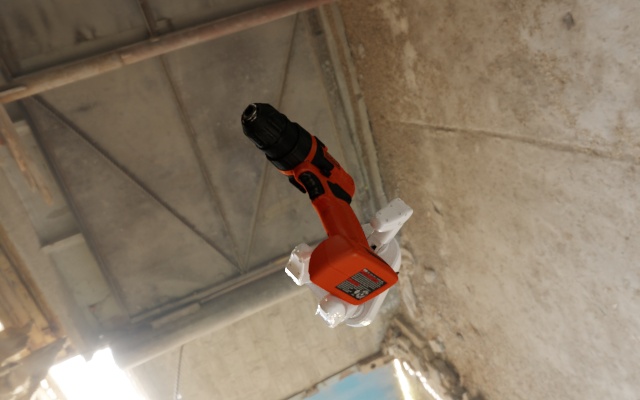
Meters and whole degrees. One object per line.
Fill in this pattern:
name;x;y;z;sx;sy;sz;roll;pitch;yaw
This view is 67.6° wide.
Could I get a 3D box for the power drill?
power drill;0.000;0.002;0.483;0.057;0.187;0.184;-34;-40;17
